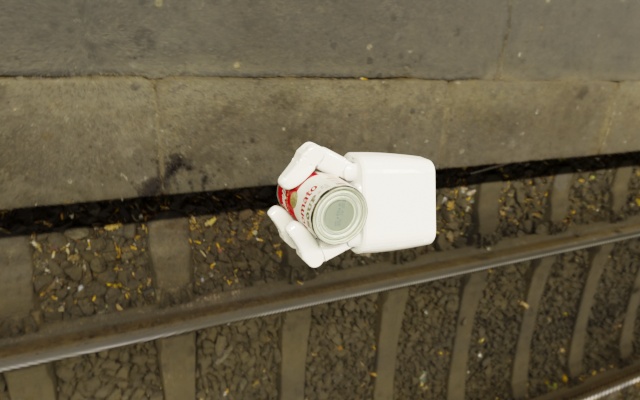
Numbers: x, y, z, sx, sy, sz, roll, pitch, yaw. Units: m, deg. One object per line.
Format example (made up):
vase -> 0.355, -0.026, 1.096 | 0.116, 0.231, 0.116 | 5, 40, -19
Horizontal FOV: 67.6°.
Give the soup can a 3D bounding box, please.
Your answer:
soup can -> 0.000, 0.002, 0.538 | 0.068, 0.068, 0.102 | 0, 18, -26
